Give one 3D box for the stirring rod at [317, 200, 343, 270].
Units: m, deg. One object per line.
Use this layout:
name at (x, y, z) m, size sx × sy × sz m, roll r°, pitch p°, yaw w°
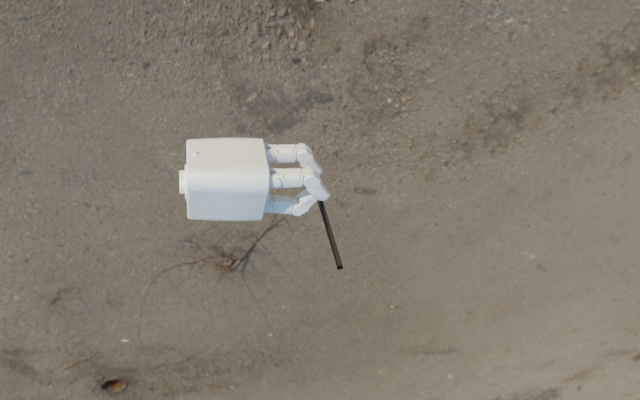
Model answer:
stirring rod at (0.000, 0.002, 0.676) m, size 0.011 × 0.011 × 0.239 m, roll 0°, pitch 42°, yaw -16°
